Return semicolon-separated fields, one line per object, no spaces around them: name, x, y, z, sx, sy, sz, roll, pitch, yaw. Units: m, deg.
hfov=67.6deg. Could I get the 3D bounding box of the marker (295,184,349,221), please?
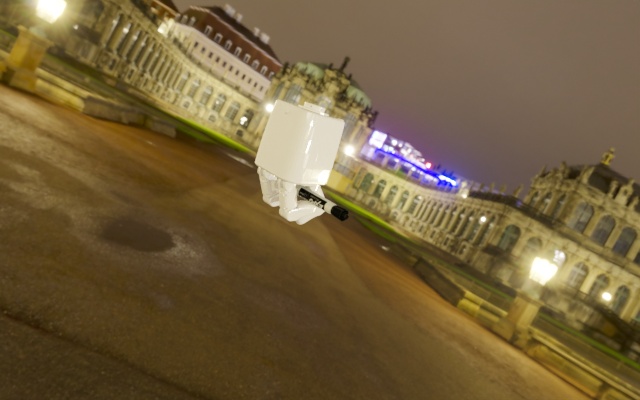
marker;0.000;0.002;0.740;0.020;0.020;0.121;0;21;-43
